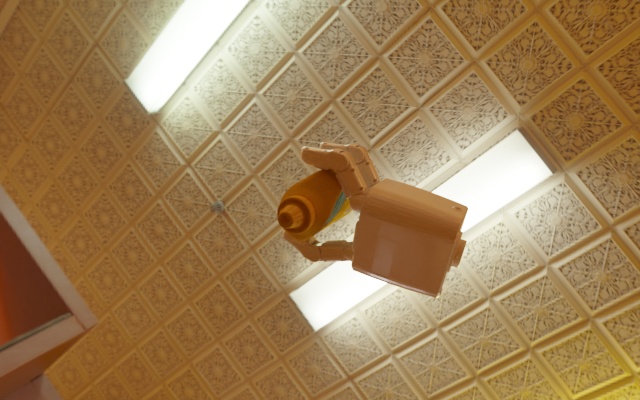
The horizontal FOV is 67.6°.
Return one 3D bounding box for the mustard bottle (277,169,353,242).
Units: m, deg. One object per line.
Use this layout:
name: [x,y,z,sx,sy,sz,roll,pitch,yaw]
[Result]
mustard bottle: [0.000,0.002,0.577,0.058,0.096,0.191,42,24,9]
